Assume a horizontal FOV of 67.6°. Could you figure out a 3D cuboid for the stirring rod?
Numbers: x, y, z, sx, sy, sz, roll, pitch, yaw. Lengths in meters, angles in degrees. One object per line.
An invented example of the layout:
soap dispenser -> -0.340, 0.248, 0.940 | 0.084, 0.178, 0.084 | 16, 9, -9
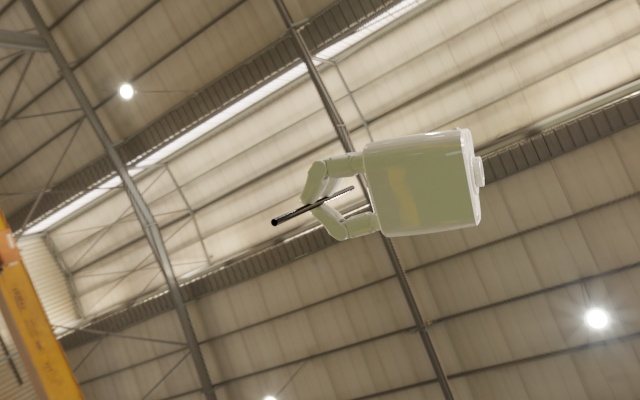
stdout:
stirring rod -> 0.000, 0.002, 0.586 | 0.011, 0.011, 0.239 | 0, 10, 23
